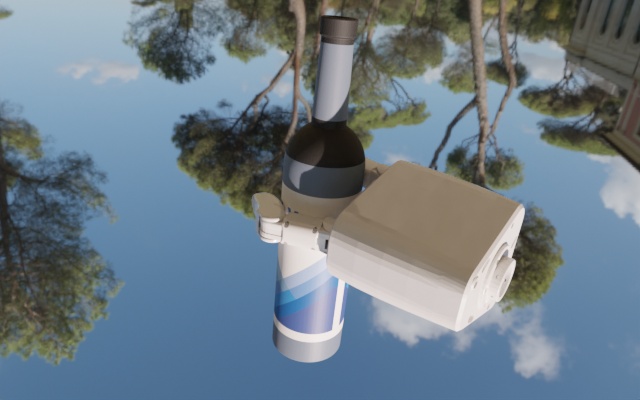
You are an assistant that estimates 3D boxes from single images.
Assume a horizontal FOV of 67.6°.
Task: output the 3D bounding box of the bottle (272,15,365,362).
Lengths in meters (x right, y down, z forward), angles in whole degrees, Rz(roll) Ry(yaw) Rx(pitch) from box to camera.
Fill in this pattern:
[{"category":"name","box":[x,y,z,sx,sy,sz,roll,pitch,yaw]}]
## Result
[{"category":"bottle","box":[0.000,0.002,0.405,0.069,0.296,0.069,5,25,-2]}]
